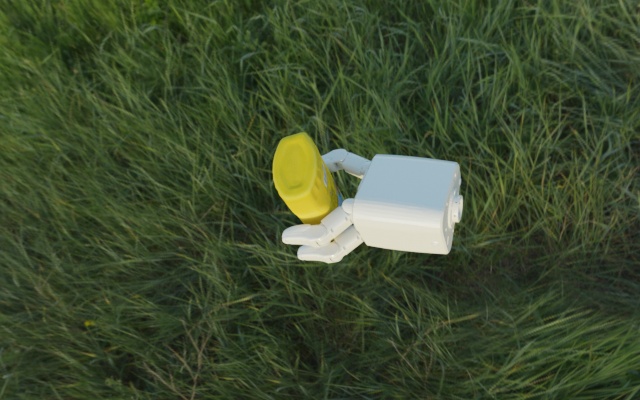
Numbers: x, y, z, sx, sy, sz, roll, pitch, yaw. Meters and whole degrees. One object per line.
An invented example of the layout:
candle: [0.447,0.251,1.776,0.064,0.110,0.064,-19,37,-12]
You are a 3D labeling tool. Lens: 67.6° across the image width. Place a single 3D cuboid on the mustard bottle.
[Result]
mustard bottle: [0.000,0.002,0.630,0.058,0.096,0.192,-15,-33,13]
